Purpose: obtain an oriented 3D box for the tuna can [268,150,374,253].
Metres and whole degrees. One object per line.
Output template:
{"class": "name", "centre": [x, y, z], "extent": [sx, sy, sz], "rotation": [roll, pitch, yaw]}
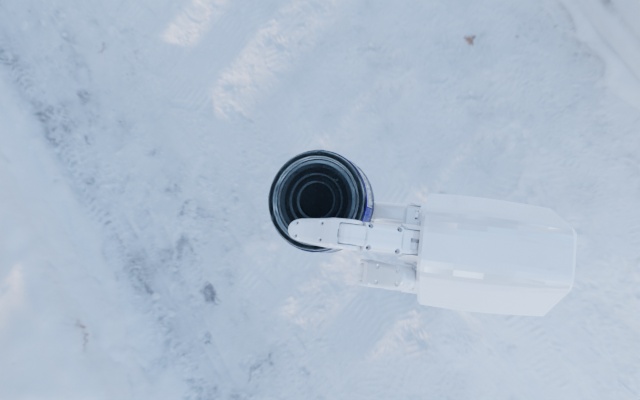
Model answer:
{"class": "tuna can", "centre": [0.000, 0.001, 0.401], "extent": [0.086, 0.086, 0.034], "rotation": [0, -5, 17]}
